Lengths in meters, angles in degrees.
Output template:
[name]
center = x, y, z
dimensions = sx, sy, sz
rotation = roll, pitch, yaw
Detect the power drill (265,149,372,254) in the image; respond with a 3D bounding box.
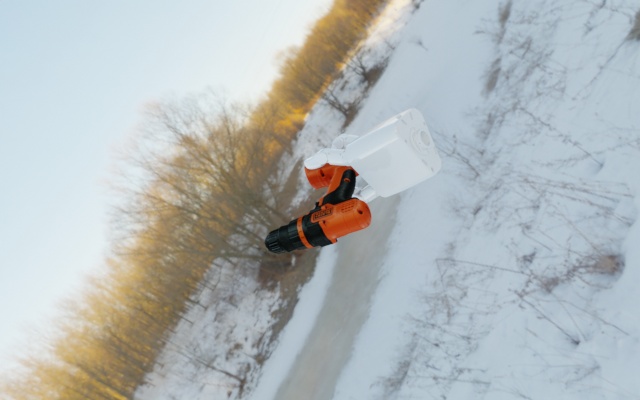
[power drill]
center = 0.000, 0.002, 0.802
dimensions = 0.184, 0.057, 0.187
rotation = -18, 37, 22
